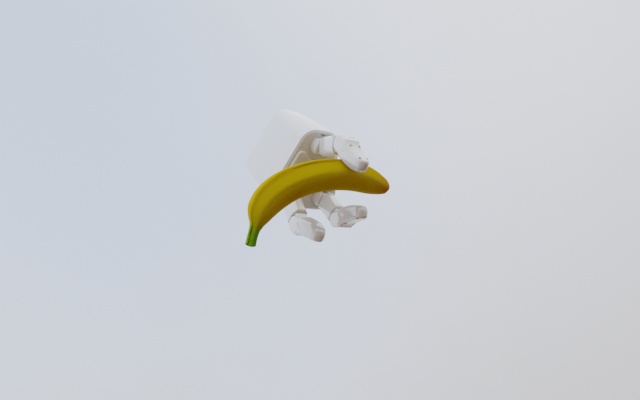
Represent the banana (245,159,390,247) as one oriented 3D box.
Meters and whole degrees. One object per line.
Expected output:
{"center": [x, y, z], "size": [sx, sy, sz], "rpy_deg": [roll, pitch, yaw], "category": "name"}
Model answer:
{"center": [-0.005, -0.014, 0.550], "size": [0.198, 0.070, 0.037], "rpy_deg": [-20, 28, -24], "category": "banana"}
